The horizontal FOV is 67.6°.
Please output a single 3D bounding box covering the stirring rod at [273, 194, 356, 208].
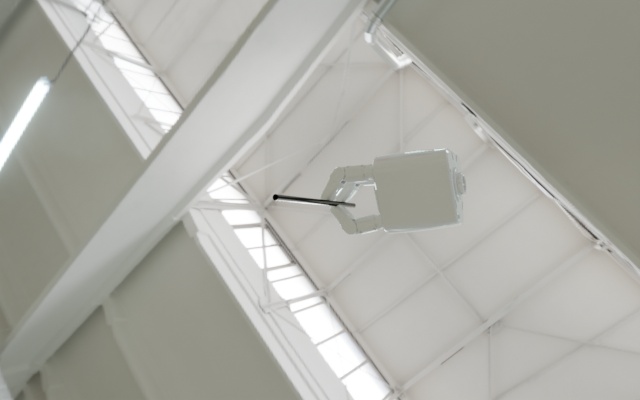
[{"bbox_3d":[0.000,0.002,0.684,0.011,0.011,0.239,0,-3,27],"label":"stirring rod"}]
